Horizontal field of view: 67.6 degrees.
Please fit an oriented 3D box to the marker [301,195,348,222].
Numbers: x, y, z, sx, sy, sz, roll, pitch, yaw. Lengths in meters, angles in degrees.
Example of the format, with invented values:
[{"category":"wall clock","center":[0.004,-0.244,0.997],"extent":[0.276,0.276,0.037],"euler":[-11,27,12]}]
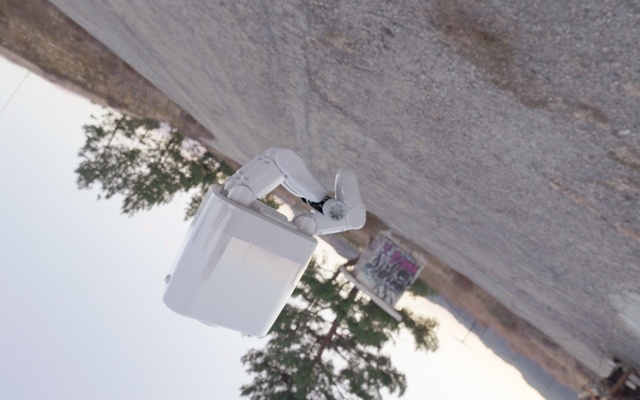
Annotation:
[{"category":"marker","center":[0.000,0.001,0.457],"extent":[0.020,0.020,0.121],"euler":[0,8,-14]}]
